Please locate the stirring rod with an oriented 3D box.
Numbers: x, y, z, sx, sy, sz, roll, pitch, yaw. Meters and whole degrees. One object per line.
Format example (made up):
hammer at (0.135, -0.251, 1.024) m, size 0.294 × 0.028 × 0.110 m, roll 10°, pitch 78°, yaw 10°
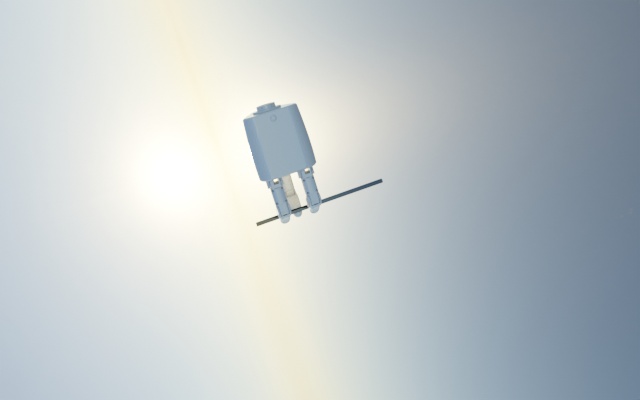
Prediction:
stirring rod at (0.000, 0.003, 0.851) m, size 0.239 × 0.011 × 0.011 m, roll -19°, pitch 3°, yaw -9°
